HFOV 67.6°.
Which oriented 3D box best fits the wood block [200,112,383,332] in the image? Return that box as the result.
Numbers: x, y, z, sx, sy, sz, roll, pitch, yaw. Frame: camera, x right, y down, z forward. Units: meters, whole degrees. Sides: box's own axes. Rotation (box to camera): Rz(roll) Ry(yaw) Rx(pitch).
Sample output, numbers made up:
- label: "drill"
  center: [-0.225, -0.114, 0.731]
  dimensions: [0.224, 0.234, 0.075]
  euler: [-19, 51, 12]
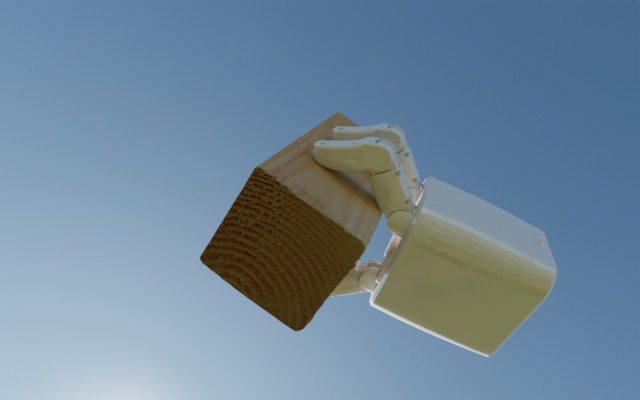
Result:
- label: "wood block"
  center: [0.000, 0.002, 0.407]
  dimensions: [0.090, 0.091, 0.206]
  euler: [36, 25, 2]
